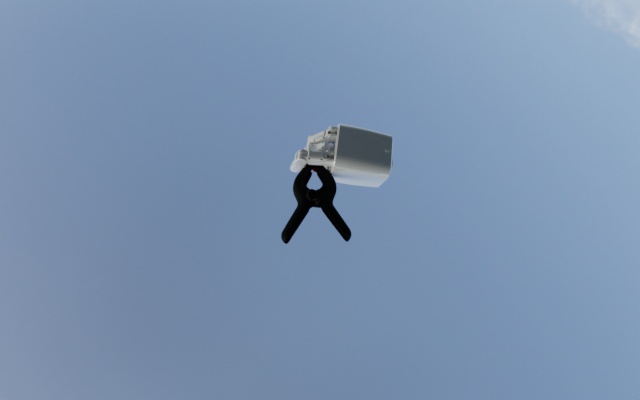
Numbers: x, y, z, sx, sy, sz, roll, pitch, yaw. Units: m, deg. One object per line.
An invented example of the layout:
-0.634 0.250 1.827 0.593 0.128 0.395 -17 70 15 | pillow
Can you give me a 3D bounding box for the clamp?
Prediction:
0.000 0.003 0.855 0.120 0.171 0.039 8 -24 -2 | clamp
